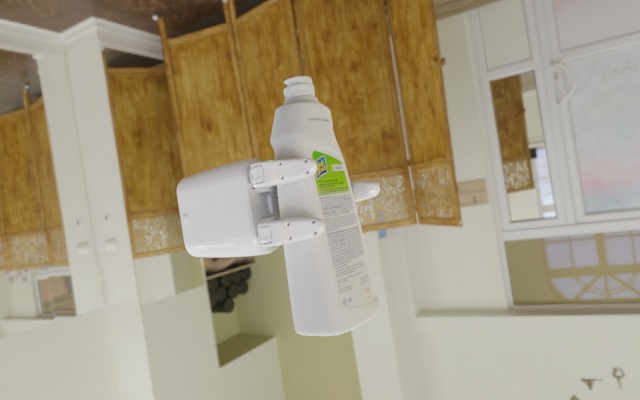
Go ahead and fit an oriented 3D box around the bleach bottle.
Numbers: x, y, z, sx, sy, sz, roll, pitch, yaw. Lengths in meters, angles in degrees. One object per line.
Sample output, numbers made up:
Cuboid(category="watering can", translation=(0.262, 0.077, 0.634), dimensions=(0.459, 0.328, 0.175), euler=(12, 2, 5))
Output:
Cuboid(category="bleach bottle", translation=(0.000, 0.002, 0.489), dimensions=(0.068, 0.251, 0.102), euler=(-9, 0, 32))
